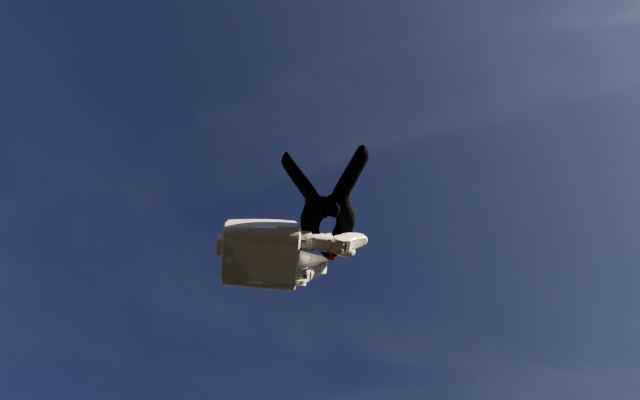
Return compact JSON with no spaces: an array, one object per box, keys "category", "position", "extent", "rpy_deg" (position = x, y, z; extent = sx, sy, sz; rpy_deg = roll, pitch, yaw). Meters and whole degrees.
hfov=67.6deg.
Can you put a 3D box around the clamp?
[{"category":"clamp","position":[0.000,0.002,0.674],"extent":[0.120,0.171,0.039],"rpy_deg":[4,17,-8]}]
